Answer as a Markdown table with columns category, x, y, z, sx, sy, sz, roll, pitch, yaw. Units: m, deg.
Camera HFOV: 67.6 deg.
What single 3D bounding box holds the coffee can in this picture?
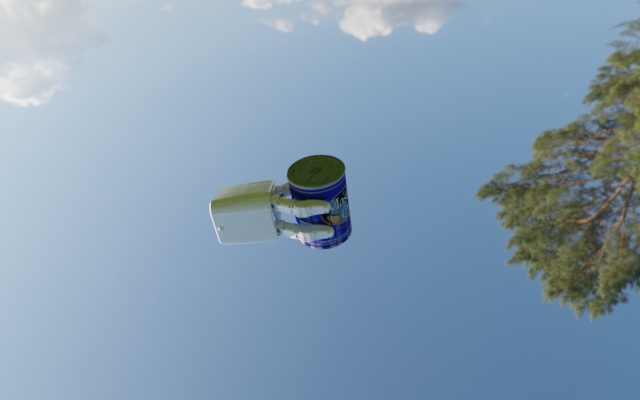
| category | x | y | z | sx | sy | sz | roll | pitch | yaw |
| --- | --- | --- | --- | --- | --- | --- | --- | --- | --- |
| coffee can | 0.000 | 0.003 | 0.864 | 0.103 | 0.140 | 0.102 | -6 | 36 | 4 |
